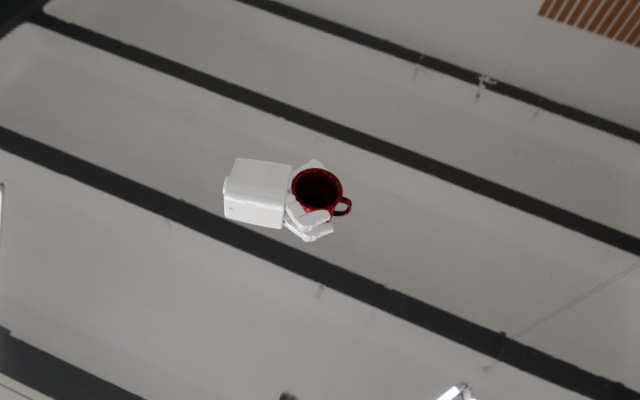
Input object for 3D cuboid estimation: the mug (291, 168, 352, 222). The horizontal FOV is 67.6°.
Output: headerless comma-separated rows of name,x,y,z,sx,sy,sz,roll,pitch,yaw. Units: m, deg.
mug,0.002,0.003,0.882,0.117,0.093,0.082,11,-34,-3
